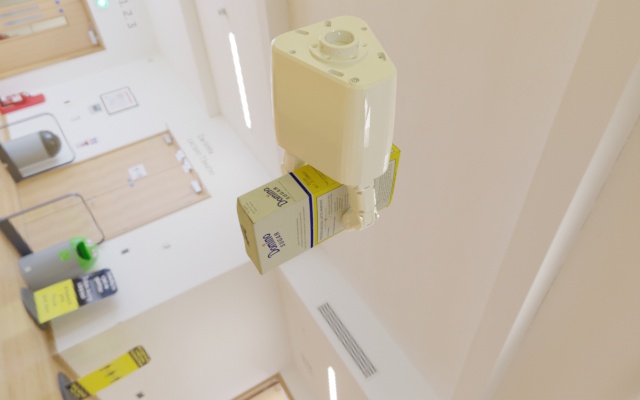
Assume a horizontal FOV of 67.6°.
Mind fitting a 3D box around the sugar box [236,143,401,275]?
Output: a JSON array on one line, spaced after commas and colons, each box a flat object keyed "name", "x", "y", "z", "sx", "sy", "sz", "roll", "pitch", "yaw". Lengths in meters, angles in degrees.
[{"name": "sugar box", "x": 0.000, "y": 0.001, "z": 0.510, "sx": 0.176, "sy": 0.093, "sz": 0.048, "roll": -24, "pitch": 53, "yaw": -20}]
